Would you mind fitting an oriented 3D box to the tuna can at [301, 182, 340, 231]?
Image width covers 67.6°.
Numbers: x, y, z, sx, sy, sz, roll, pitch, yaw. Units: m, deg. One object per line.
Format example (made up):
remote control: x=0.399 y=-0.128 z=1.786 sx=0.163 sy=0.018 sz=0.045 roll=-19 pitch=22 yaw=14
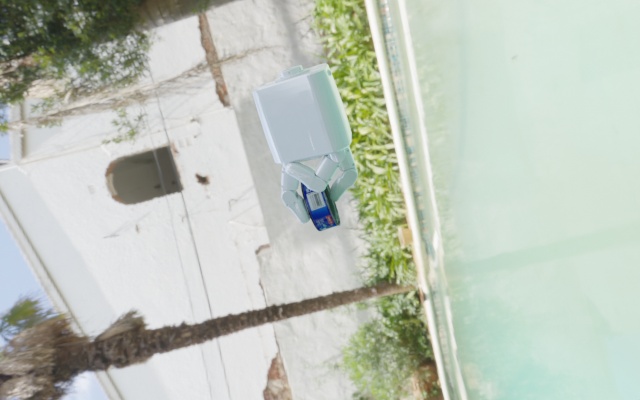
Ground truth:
tuna can: x=0.000 y=0.003 z=0.719 sx=0.034 sy=0.086 sz=0.086 roll=-19 pitch=-3 yaw=8
